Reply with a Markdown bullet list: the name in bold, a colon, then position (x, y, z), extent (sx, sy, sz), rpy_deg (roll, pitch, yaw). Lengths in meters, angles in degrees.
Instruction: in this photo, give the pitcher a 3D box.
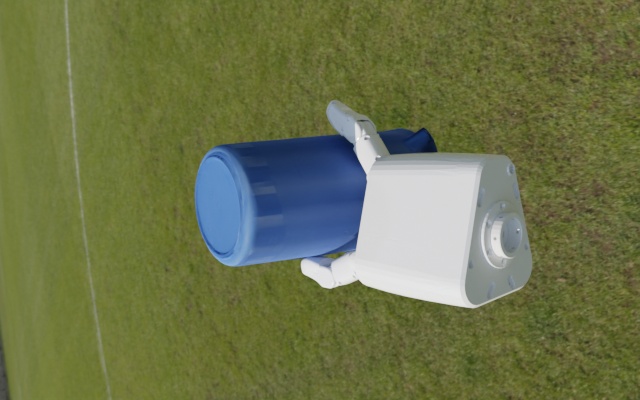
- **pitcher**: position (0.000, 0.002, 0.494), extent (0.243, 0.149, 0.145), rpy_deg (-7, 9, -38)
